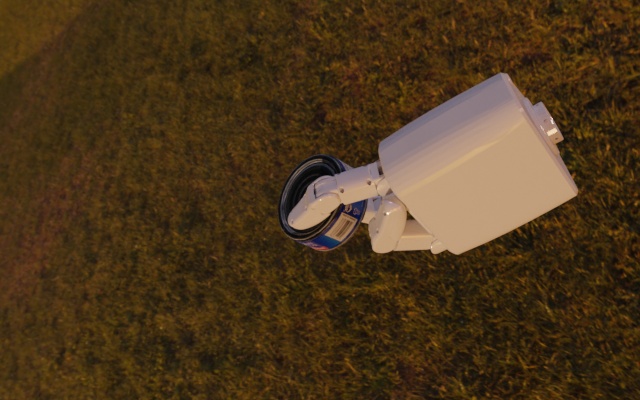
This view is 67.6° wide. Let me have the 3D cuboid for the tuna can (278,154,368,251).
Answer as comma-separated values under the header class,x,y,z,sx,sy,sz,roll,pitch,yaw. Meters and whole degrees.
class,x,y,z,sx,sy,sz,roll,pitch,yaw
tuna can,0.000,0.001,0.441,0.086,0.086,0.034,0,-19,46
